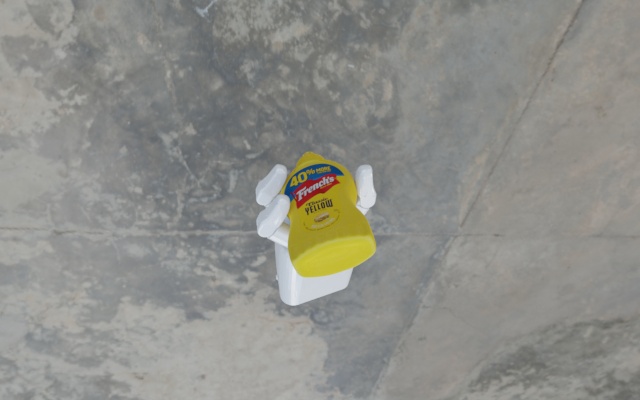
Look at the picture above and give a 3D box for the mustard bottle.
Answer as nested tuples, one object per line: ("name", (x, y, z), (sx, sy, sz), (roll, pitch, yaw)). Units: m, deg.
("mustard bottle", (0.000, 0.002, 0.592), (0.096, 0.058, 0.191), (-20, 42, 5))
